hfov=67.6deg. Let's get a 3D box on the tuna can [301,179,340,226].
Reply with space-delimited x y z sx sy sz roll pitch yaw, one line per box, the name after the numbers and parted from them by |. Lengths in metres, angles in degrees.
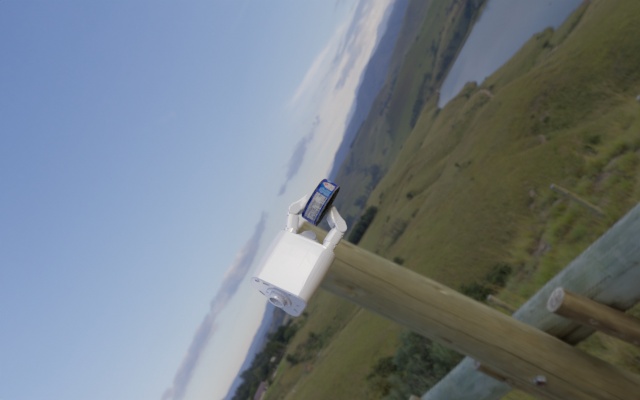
0.000 0.003 0.883 0.034 0.086 0.086 31 4 6 | tuna can
